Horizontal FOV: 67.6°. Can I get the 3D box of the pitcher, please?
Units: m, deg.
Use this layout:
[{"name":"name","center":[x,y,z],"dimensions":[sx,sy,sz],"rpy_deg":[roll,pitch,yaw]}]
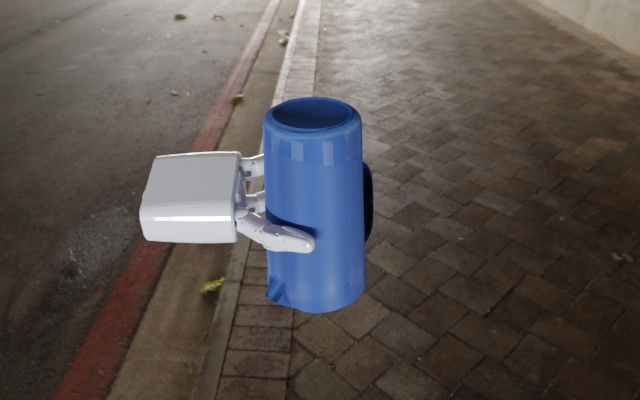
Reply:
[{"name":"pitcher","center":[0.000,0.002,0.584],"dimensions":[0.145,0.243,0.149],"rpy_deg":[0,33,1]}]
